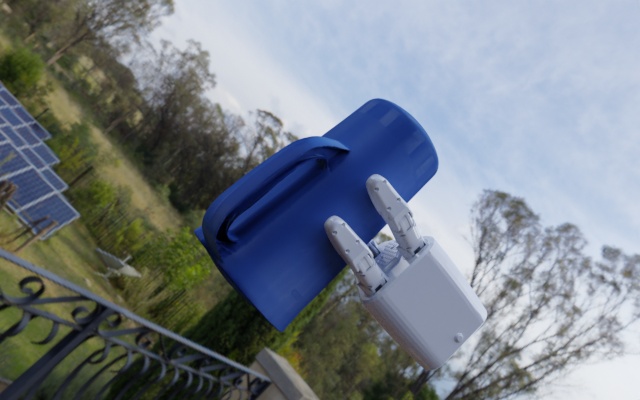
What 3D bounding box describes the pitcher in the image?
[{"bbox_3d":[0.000,0.002,0.486,0.243,0.145,0.149,-42,10,-10],"label":"pitcher"}]
